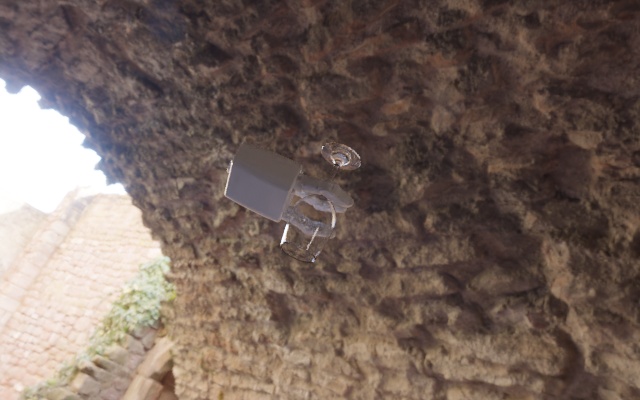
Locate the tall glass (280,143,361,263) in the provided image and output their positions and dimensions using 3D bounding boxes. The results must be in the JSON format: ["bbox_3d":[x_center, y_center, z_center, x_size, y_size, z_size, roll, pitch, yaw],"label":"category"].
[{"bbox_3d":[0.001,0.002,0.802,0.079,0.201,0.079,19,-27,10],"label":"tall glass"}]
